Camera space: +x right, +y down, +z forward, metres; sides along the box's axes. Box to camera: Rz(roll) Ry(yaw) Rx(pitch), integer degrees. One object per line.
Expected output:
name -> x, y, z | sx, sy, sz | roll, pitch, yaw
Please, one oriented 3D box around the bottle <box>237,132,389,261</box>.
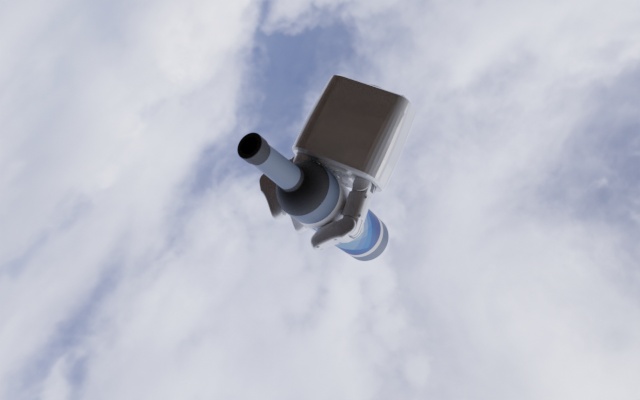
bottle -> 0.000, 0.002, 0.559 | 0.069, 0.069, 0.296 | 0, -21, 29
